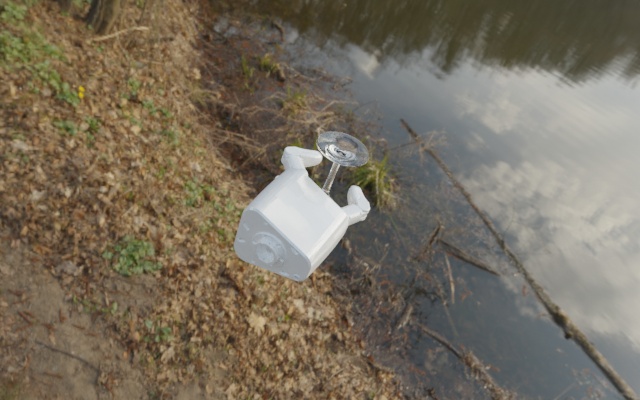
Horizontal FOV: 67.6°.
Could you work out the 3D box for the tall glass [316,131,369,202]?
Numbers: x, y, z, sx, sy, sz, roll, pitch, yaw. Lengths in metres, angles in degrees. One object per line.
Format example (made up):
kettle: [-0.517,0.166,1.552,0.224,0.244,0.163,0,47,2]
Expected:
tall glass: [0.000,0.002,0.694,0.079,0.201,0.079,13,40,-11]
